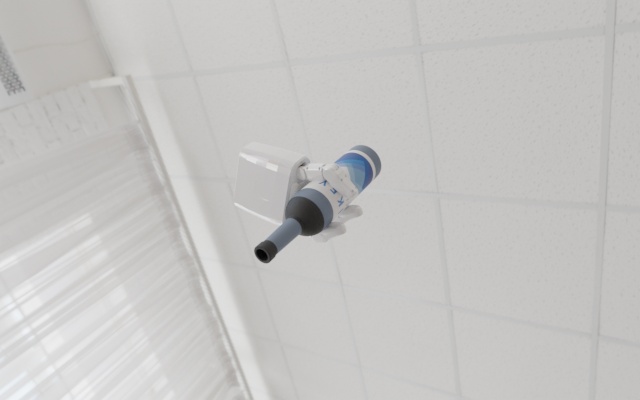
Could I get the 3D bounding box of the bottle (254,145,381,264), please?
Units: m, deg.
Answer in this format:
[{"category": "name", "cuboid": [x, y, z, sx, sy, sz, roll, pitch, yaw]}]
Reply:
[{"category": "bottle", "cuboid": [0.000, 0.002, 0.724, 0.069, 0.069, 0.295, 0, 28, 36]}]
